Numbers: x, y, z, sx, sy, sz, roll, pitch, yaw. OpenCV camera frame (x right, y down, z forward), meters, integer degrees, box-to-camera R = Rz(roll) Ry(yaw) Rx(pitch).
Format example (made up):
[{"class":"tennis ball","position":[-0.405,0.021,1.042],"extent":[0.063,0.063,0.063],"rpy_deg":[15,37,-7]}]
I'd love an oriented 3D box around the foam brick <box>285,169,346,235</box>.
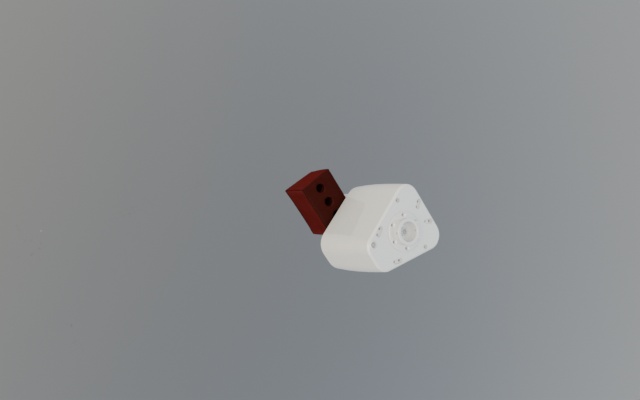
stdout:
[{"class":"foam brick","position":[0.000,0.002,0.666],"extent":[0.053,0.078,0.051],"rpy_deg":[-40,16,-24]}]
